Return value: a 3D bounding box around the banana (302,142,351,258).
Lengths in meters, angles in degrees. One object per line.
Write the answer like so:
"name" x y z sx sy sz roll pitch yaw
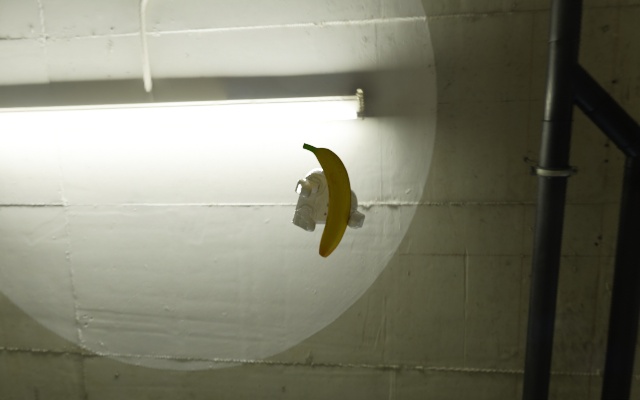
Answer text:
"banana" 0.018 -0.004 0.791 0.069 0.198 0.037 -9 12 1
